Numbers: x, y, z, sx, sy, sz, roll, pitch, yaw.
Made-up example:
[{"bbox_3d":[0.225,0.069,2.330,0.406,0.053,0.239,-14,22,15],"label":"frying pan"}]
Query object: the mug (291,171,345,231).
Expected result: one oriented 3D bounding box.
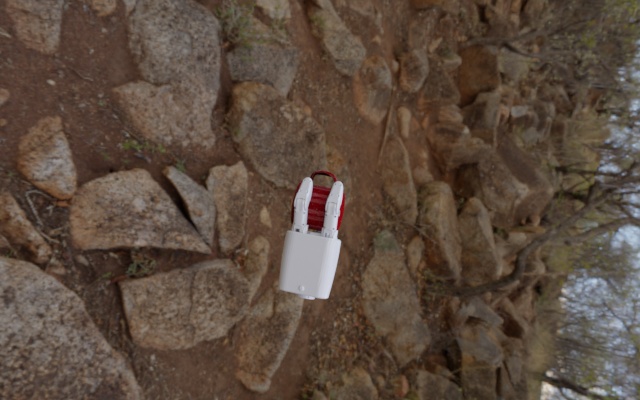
[{"bbox_3d":[0.001,0.002,0.888,0.081,0.117,0.093,10,-3,12],"label":"mug"}]
